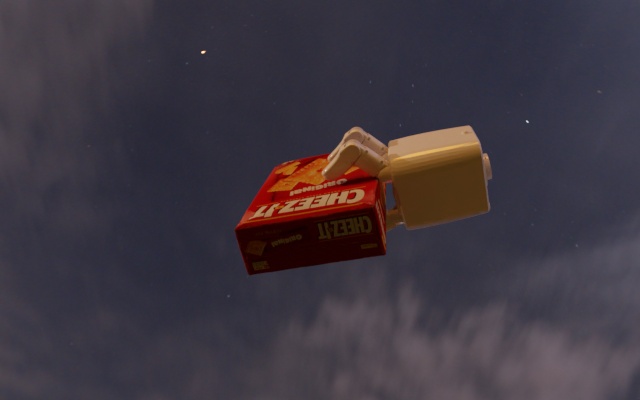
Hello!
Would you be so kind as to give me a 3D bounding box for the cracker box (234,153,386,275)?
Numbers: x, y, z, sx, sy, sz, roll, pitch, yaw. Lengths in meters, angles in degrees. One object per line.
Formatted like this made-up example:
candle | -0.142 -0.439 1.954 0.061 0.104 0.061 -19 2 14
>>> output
cracker box | 0.000 0.002 0.620 0.164 0.072 0.213 -11 21 13
